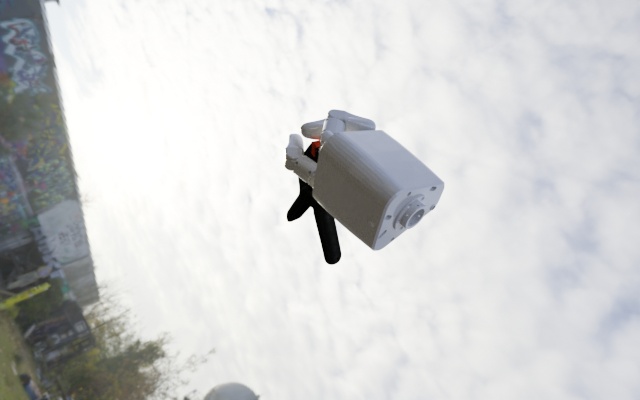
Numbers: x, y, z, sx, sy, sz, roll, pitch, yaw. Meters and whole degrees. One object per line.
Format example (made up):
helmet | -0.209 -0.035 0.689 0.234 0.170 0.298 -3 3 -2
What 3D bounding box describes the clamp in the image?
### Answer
clamp | 0.001 0.002 0.635 0.039 0.172 0.120 -26 55 -32
